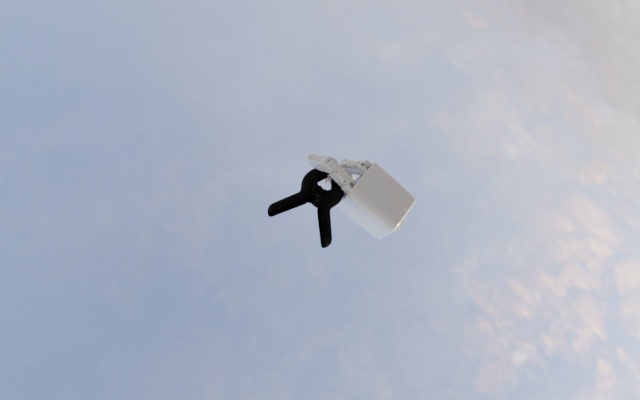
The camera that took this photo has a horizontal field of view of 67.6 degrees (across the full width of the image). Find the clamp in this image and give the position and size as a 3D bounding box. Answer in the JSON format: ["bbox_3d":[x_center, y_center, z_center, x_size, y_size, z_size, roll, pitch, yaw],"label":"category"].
[{"bbox_3d":[0.000,0.003,0.845,0.171,0.120,0.039,-48,-2,-33],"label":"clamp"}]
